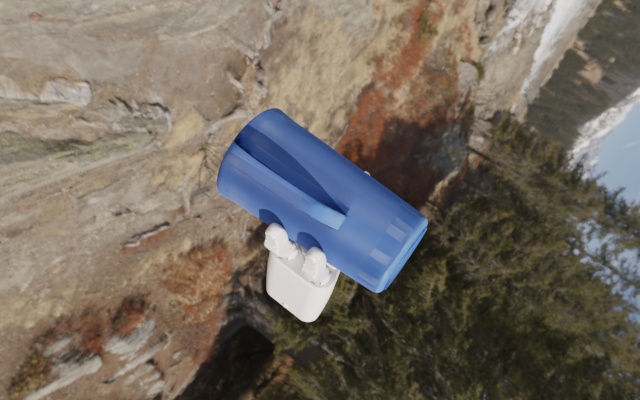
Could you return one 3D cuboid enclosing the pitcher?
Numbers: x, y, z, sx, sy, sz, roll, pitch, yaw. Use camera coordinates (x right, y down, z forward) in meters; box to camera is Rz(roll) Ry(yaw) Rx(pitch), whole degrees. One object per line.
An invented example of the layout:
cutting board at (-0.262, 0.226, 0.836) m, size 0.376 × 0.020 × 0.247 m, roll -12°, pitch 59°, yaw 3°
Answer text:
pitcher at (0.000, 0.002, 0.577) m, size 0.243 × 0.145 × 0.149 m, roll 34°, pitch 51°, yaw 14°
